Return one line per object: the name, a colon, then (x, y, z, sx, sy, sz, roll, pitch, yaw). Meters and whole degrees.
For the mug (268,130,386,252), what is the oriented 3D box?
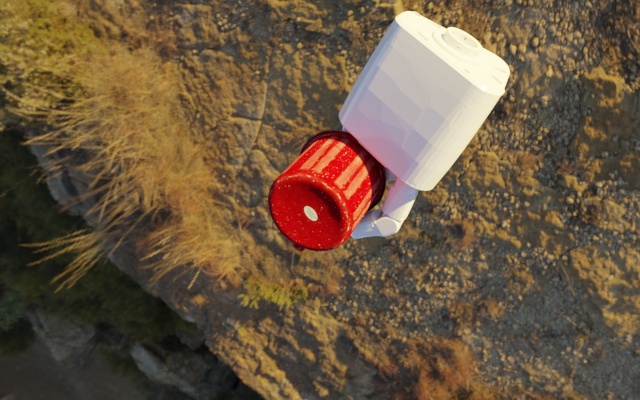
mug: (-0.001, 0.003, 0.449, 0.093, 0.117, 0.081, 32, 38, 6)
